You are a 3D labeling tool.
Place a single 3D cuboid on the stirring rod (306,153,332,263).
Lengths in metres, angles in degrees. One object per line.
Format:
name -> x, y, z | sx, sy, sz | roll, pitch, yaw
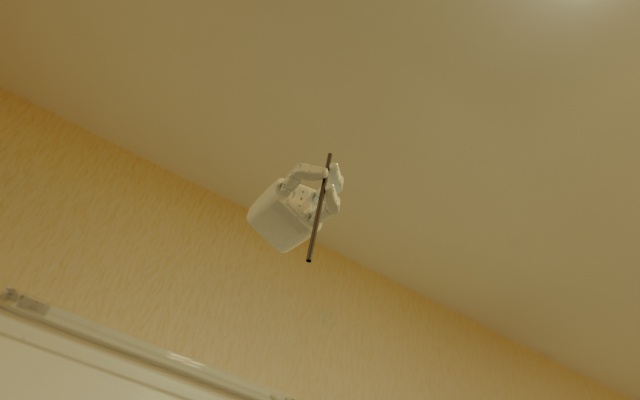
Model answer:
stirring rod -> 0.000, 0.003, 0.774 | 0.011, 0.239, 0.011 | 6, -44, 6
